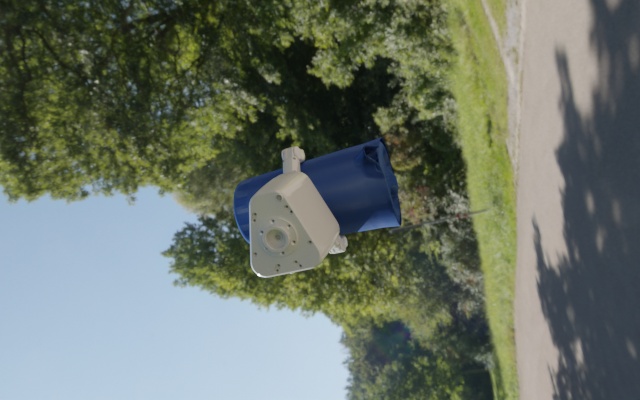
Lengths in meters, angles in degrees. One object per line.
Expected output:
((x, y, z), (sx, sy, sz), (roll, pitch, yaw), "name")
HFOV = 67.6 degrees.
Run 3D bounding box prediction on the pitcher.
((0.000, 0.002, 0.737), (0.243, 0.149, 0.145), (-13, 11, 15), "pitcher")
